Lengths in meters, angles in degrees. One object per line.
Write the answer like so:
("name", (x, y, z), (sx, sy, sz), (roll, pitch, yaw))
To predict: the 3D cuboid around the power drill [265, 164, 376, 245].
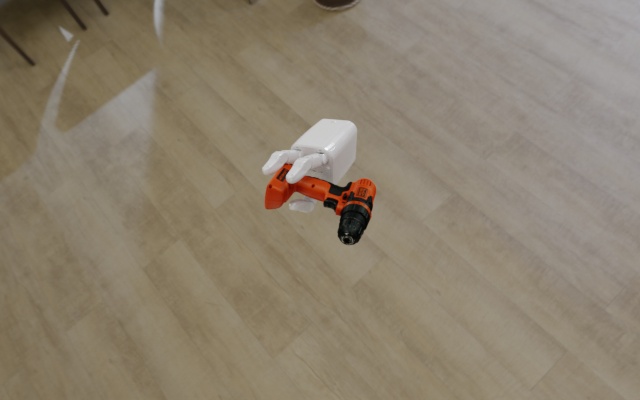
("power drill", (0.000, 0.002, 0.850), (0.187, 0.057, 0.184), (16, 31, 7))
